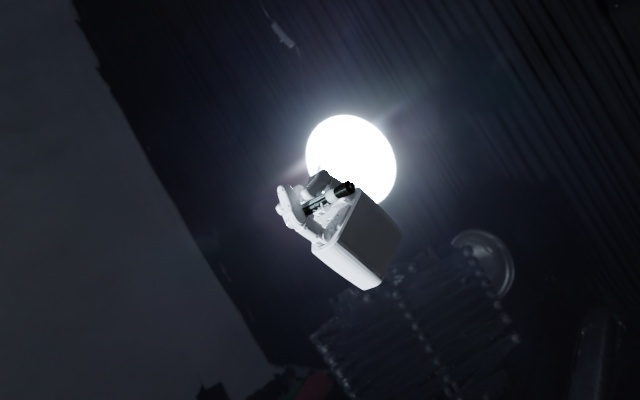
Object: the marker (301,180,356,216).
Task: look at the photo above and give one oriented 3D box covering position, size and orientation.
[{"bbox_3d":[0.000,0.002,0.631,0.020,0.020,0.121,0,-21,-46],"label":"marker"}]
